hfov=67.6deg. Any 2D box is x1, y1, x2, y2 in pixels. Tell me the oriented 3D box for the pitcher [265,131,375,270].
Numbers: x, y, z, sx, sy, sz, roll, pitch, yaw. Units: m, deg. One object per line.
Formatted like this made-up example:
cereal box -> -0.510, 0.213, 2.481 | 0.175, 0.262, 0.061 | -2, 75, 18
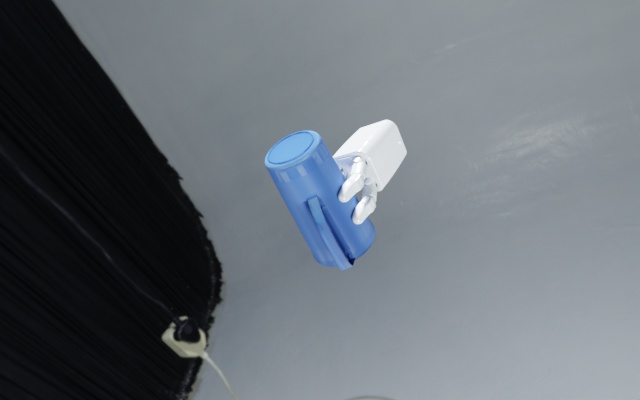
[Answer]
pitcher -> 0.000, 0.003, 0.869 | 0.149, 0.243, 0.145 | 11, 51, 45
